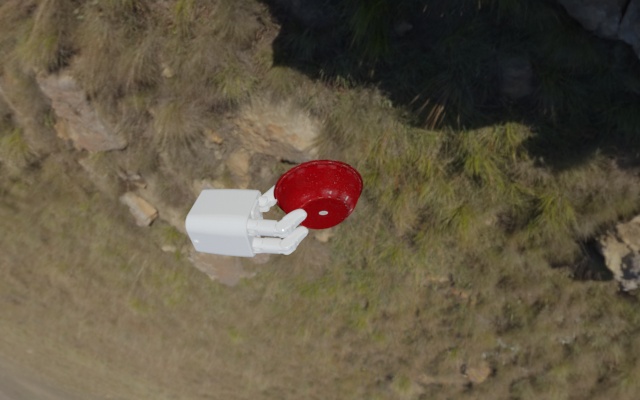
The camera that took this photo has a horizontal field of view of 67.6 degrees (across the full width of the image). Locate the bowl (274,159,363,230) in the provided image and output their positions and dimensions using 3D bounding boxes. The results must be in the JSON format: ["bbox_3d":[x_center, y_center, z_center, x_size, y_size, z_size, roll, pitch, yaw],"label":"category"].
[{"bbox_3d":[0.001,0.003,0.835,0.162,0.055,0.162,-6,-39,-5],"label":"bowl"}]
